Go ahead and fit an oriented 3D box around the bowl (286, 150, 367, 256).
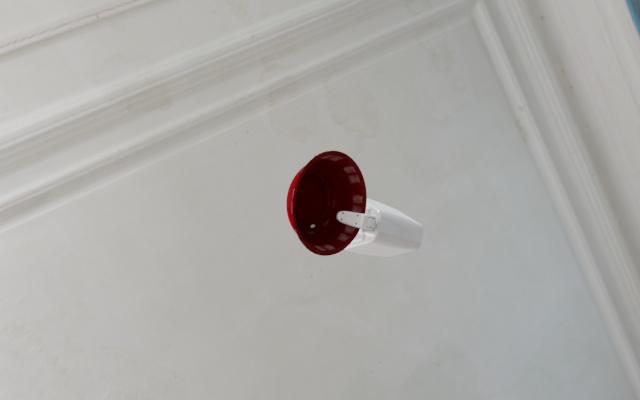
[{"bbox_3d":[-0.001,0.002,0.747,0.162,0.162,0.055,0,6,-44],"label":"bowl"}]
